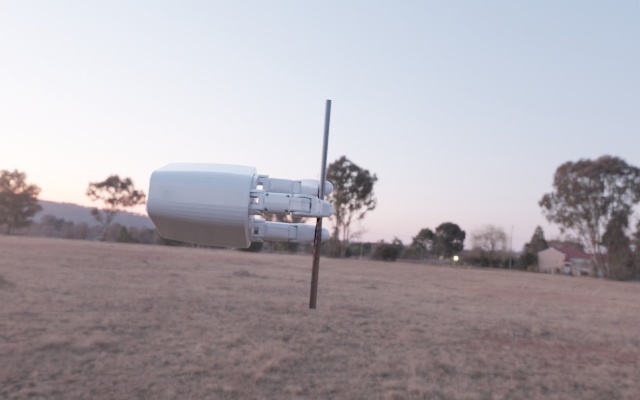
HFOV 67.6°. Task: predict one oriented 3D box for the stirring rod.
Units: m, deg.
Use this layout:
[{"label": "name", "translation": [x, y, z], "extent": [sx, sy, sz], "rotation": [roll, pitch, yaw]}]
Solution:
[{"label": "stirring rod", "translation": [0.000, 0.002, 0.548], "extent": [0.011, 0.239, 0.011], "rotation": [4, -6, 0]}]
